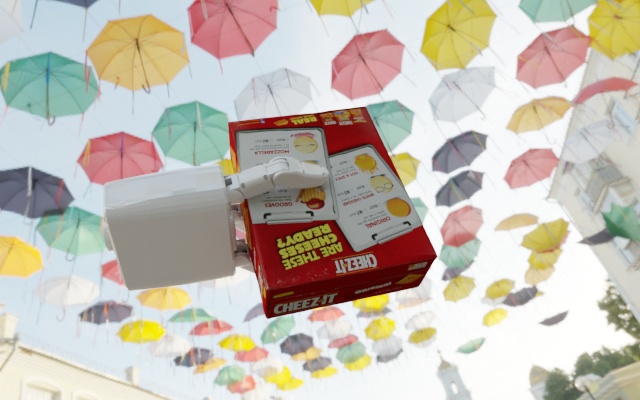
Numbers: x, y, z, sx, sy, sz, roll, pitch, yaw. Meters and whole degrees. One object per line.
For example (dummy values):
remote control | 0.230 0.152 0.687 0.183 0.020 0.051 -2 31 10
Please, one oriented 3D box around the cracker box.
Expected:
cracker box | 0.000 0.001 0.505 0.164 0.213 0.072 -9 -36 -14
